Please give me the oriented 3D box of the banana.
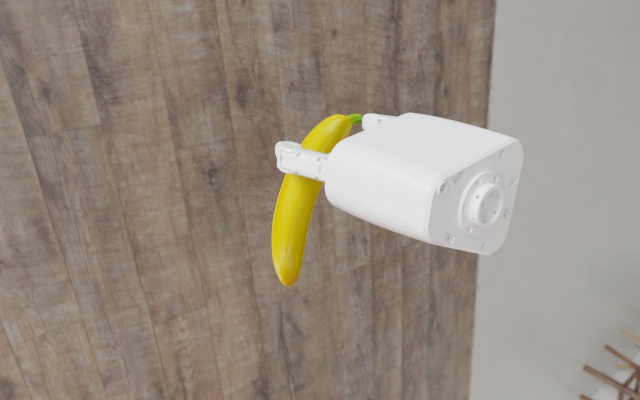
[{"bbox_3d":[-0.011,-0.007,0.481,0.070,0.198,0.037,24,0,-43],"label":"banana"}]
